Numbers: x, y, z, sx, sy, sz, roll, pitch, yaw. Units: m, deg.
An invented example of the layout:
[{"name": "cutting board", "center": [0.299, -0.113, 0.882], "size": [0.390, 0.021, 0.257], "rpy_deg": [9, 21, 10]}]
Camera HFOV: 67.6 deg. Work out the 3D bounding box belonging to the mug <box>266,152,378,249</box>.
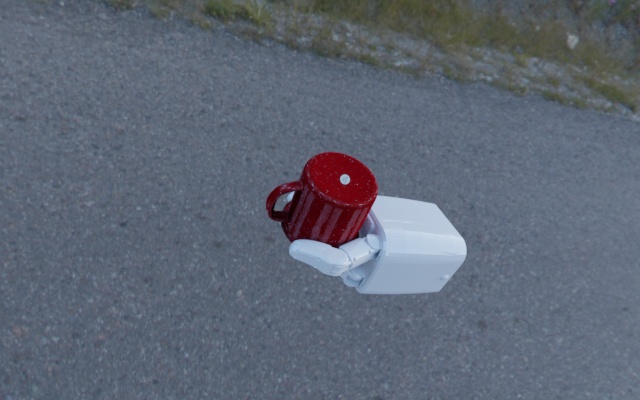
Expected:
[{"name": "mug", "center": [-0.001, 0.001, 0.510], "size": [0.117, 0.093, 0.082], "rpy_deg": [4, -43, -20]}]
